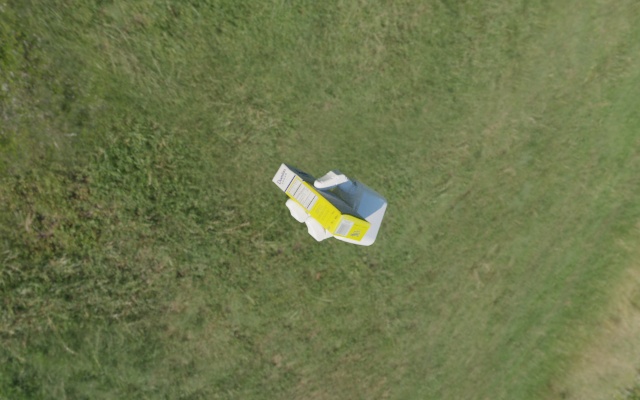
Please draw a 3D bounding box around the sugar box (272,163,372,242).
[{"bbox_3d":[0.000,0.003,0.854,0.176,0.048,0.093,38,11,37],"label":"sugar box"}]
